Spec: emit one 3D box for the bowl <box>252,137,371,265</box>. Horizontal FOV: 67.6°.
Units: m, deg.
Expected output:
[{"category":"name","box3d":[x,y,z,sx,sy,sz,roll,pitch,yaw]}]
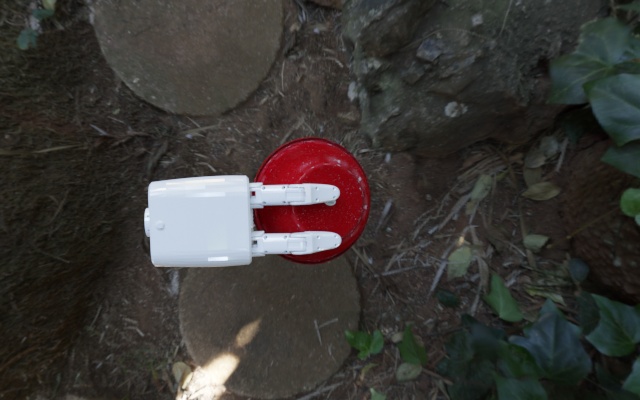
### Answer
[{"category":"bowl","box3d":[0.001,0.002,0.581,0.162,0.162,0.055,0,2,-21]}]
